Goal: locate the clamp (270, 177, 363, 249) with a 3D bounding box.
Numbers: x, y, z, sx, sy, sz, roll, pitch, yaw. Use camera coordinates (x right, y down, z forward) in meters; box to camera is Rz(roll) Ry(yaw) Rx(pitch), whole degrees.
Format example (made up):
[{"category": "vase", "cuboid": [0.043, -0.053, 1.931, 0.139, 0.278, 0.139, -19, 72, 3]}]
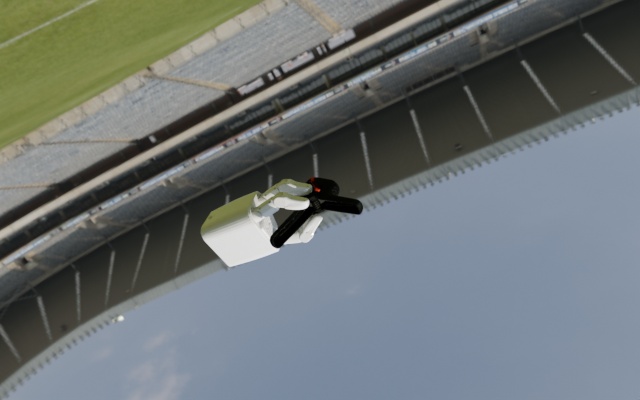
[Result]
[{"category": "clamp", "cuboid": [0.000, 0.003, 0.856, 0.164, 0.036, 0.210, -20, 22, 15]}]
